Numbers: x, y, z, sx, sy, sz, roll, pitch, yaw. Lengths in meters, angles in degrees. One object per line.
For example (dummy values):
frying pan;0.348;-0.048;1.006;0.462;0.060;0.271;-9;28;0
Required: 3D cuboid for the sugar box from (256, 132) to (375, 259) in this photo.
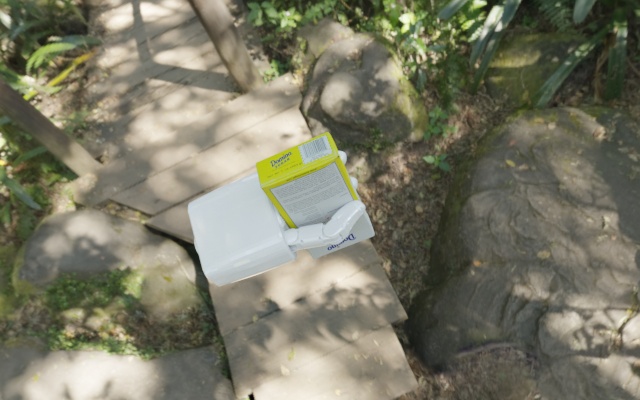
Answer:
sugar box;0.000;0.001;0.588;0.093;0.048;0.176;-22;-36;6
